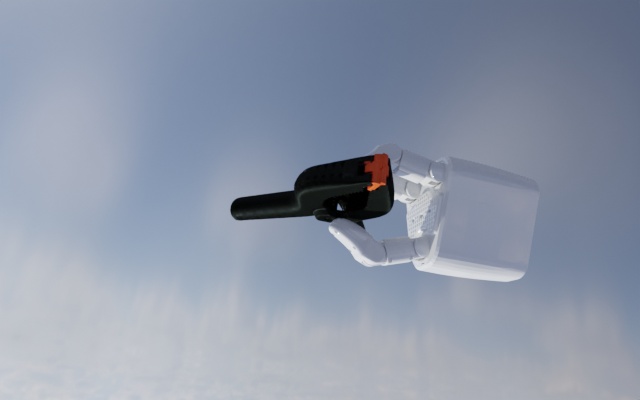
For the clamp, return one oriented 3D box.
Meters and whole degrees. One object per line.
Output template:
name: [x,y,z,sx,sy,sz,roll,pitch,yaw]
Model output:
clamp: [0.000,0.002,0.471,0.164,0.036,0.210,11,-20,-13]
